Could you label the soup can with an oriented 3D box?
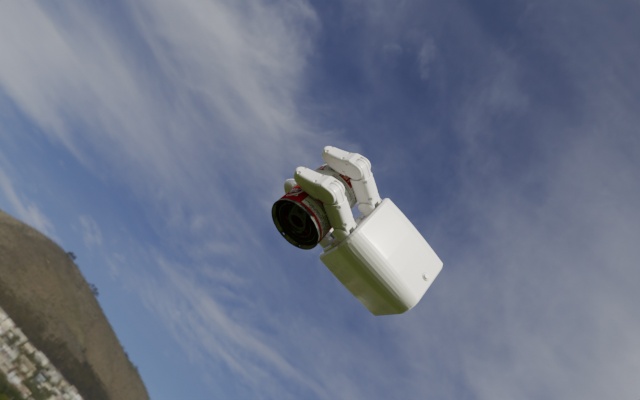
[{"bbox_3d":[0.000,0.001,0.569,0.068,0.068,0.102,0,31,43],"label":"soup can"}]
